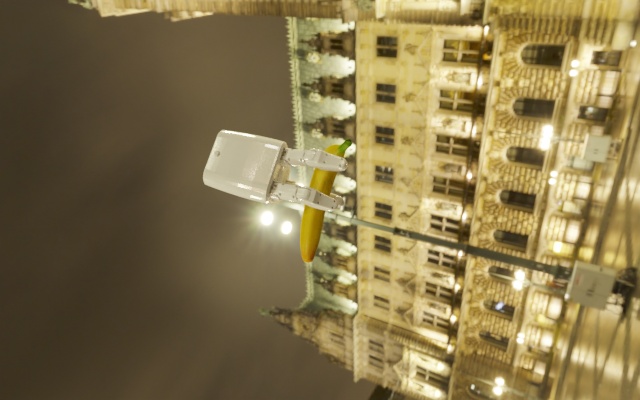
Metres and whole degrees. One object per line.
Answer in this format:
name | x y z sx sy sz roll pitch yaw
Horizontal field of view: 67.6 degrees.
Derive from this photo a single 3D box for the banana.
banana | -0.001 -0.004 0.742 0.037 0.198 0.069 15 8 -10
